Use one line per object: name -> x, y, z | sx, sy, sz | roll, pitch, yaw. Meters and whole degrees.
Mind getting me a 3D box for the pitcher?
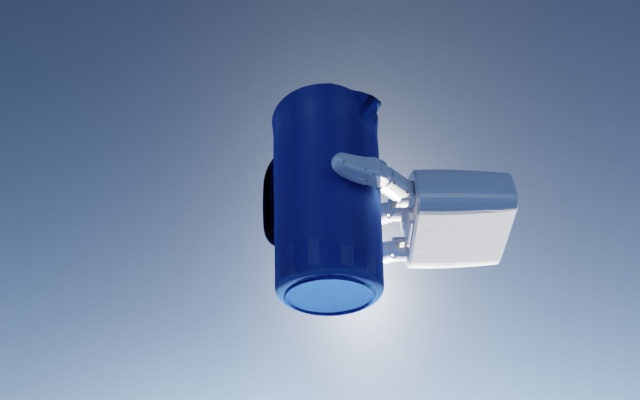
pitcher -> 0.000, 0.002, 0.540 | 0.145, 0.242, 0.149 | 1, -35, -2
